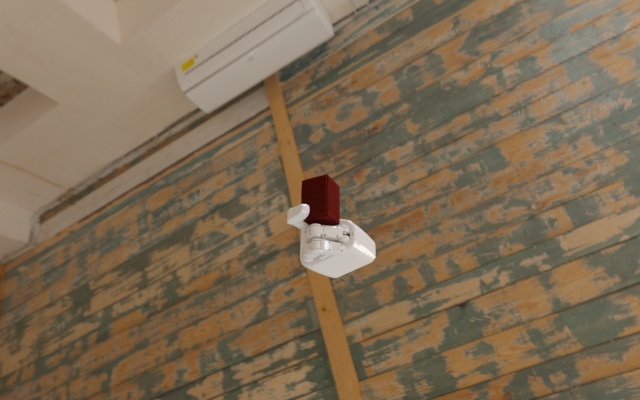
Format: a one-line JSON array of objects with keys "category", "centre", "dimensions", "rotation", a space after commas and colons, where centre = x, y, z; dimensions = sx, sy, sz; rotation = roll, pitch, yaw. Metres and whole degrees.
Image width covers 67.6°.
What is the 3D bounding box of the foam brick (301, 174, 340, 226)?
[{"category": "foam brick", "centre": [0.000, 0.002, 0.845], "dimensions": [0.053, 0.078, 0.051], "rotation": [-11, -26, 26]}]
